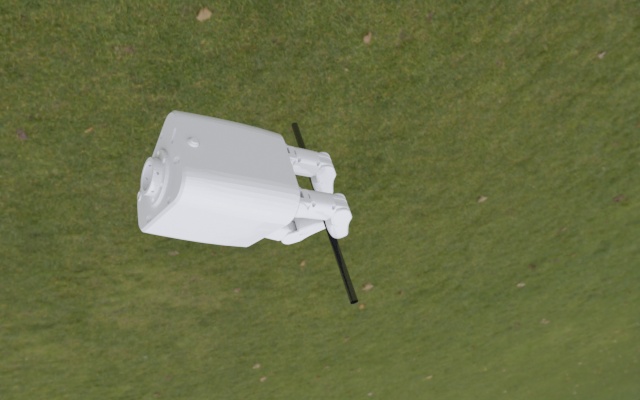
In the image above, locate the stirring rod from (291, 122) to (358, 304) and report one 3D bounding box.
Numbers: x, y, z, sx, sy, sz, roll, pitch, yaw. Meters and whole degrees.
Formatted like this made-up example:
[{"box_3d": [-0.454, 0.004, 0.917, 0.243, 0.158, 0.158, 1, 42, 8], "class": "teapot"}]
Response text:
[{"box_3d": [0.000, 0.002, 0.519, 0.011, 0.239, 0.011, -13, -34, -9], "class": "stirring rod"}]
